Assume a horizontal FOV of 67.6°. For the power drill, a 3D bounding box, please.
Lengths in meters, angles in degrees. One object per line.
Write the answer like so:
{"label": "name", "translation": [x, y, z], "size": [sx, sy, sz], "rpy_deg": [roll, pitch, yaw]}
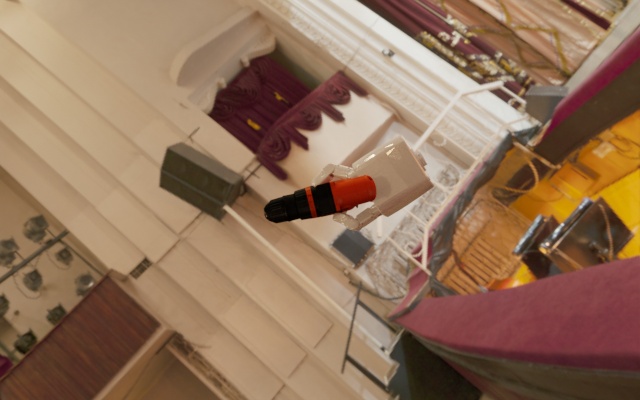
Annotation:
{"label": "power drill", "translation": [0.000, 0.003, 0.836], "size": [0.184, 0.057, 0.187], "rpy_deg": [-12, 0, 0]}
